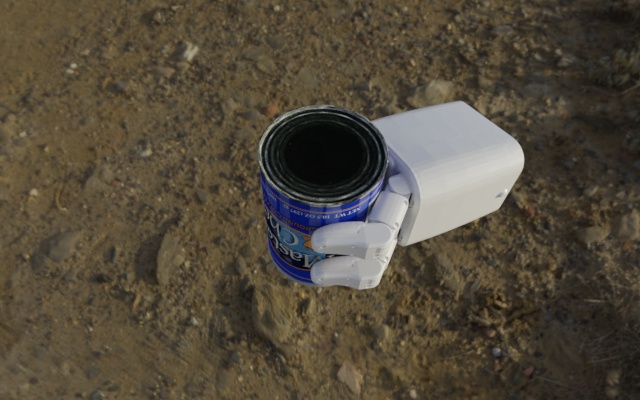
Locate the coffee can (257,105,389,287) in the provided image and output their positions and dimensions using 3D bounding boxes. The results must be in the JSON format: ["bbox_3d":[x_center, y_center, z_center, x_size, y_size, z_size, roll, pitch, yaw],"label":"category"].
[{"bbox_3d":[0.000,0.001,0.427,0.103,0.102,0.140,0,-35,-2],"label":"coffee can"}]
